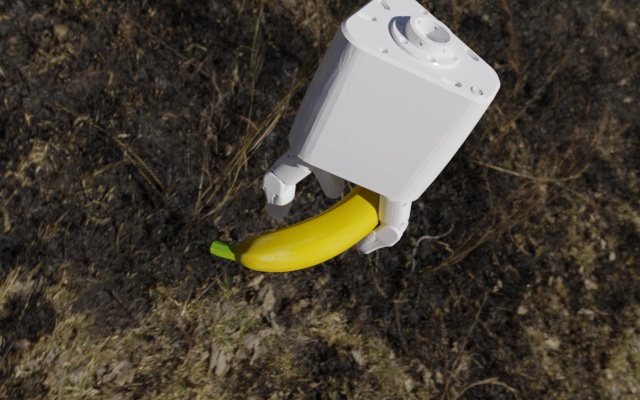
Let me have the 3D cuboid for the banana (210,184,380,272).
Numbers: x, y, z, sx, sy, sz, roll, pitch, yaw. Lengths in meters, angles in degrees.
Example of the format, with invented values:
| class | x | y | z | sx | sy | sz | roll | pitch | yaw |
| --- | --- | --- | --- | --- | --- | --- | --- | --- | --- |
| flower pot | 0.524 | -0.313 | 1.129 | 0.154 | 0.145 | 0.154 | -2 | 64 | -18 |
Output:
| class | x | y | z | sx | sy | sz | roll | pitch | yaw |
| --- | --- | --- | --- | --- | --- | --- | --- | --- | --- |
| banana | 0.009 | 0.014 | 0.410 | 0.197 | 0.037 | 0.069 | -24 | 53 | -30 |
